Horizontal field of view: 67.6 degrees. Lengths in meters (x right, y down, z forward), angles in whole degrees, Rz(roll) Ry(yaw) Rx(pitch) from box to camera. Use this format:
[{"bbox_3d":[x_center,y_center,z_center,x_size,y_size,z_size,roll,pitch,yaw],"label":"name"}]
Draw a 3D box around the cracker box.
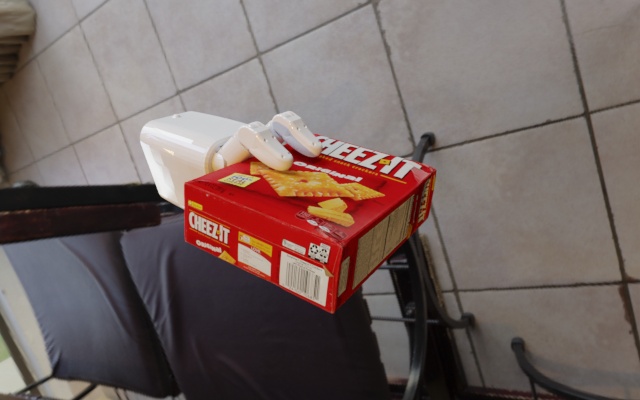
[{"bbox_3d":[0.000,0.002,0.476,0.164,0.072,0.213,20,29,26],"label":"cracker box"}]
